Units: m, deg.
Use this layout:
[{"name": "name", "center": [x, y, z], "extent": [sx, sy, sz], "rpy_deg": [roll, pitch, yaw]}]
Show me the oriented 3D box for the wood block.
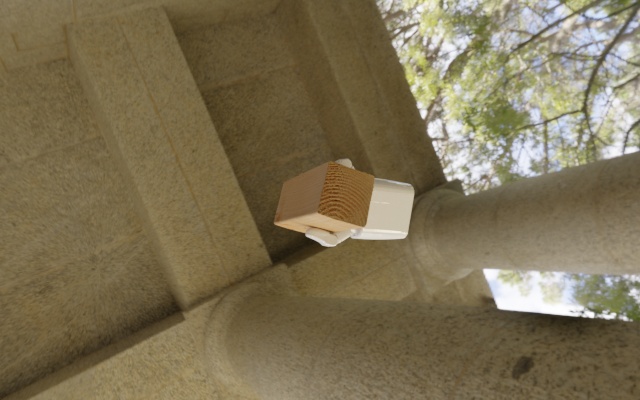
[{"name": "wood block", "center": [0.000, 0.003, 0.851], "extent": [0.090, 0.090, 0.206], "rpy_deg": [17, -14, -22]}]
